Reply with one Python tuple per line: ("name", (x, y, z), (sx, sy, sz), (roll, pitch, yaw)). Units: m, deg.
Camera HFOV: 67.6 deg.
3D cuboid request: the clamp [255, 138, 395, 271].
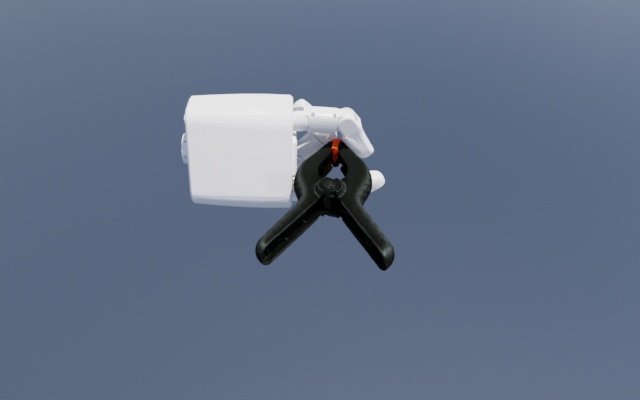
("clamp", (0.000, 0.001, 0.463), (0.120, 0.039, 0.171), (0, 40, -4))
